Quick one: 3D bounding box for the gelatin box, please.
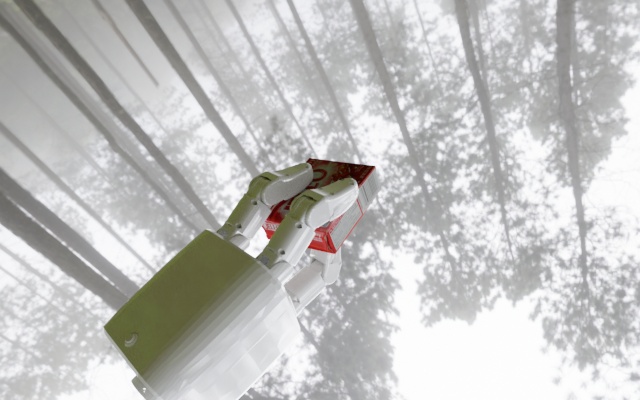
[{"bbox_3d":[0.000,0.001,0.416,0.073,0.030,0.089,10,46,35],"label":"gelatin box"}]
